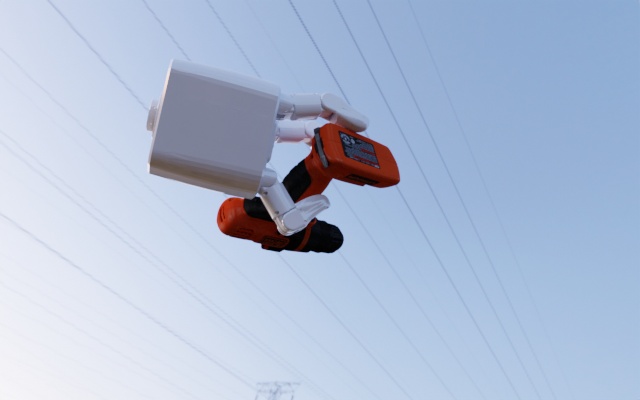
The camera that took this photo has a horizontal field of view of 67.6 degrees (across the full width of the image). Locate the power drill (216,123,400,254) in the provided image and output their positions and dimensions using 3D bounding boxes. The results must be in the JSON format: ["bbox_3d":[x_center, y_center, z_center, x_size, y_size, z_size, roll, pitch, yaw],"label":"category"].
[{"bbox_3d":[0.000,0.001,0.555,0.184,0.057,0.188,14,-42,-40],"label":"power drill"}]
